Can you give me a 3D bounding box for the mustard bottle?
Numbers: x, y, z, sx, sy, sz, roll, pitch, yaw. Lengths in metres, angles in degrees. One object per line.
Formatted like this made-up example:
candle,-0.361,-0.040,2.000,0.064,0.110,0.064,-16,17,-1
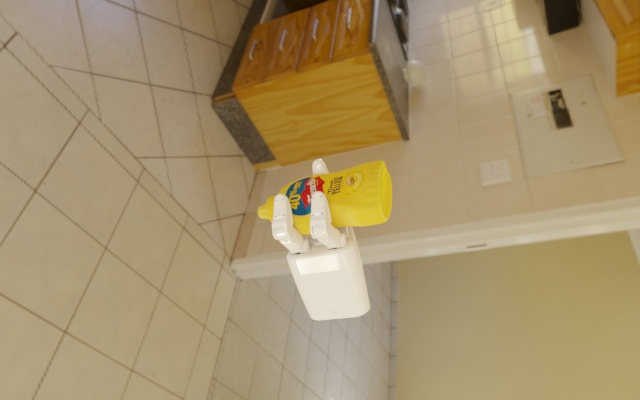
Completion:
mustard bottle,0.000,0.002,0.663,0.191,0.096,0.058,-11,-47,22
